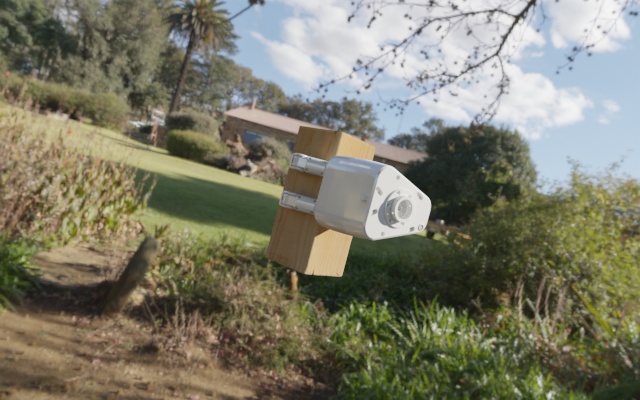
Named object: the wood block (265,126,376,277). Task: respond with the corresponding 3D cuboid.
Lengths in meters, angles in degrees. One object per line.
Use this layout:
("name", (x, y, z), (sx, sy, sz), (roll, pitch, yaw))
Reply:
("wood block", (0.001, 0.002, 0.726), (0.090, 0.206, 0.091), (16, 1, 42))
